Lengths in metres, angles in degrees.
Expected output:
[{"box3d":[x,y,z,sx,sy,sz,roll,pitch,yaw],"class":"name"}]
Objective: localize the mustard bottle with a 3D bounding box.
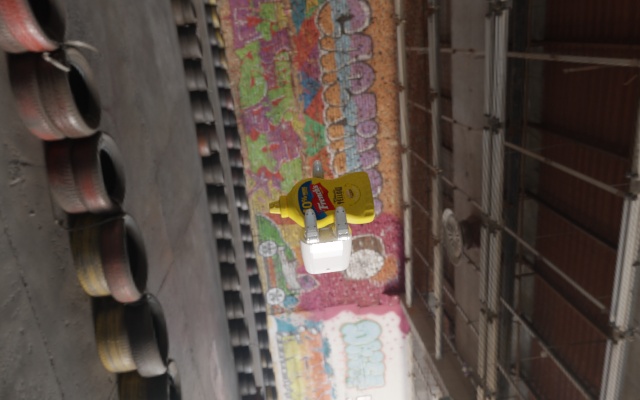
[{"box3d":[0.000,0.003,0.892,0.191,0.096,0.058,-7,-18,-3],"class":"mustard bottle"}]
